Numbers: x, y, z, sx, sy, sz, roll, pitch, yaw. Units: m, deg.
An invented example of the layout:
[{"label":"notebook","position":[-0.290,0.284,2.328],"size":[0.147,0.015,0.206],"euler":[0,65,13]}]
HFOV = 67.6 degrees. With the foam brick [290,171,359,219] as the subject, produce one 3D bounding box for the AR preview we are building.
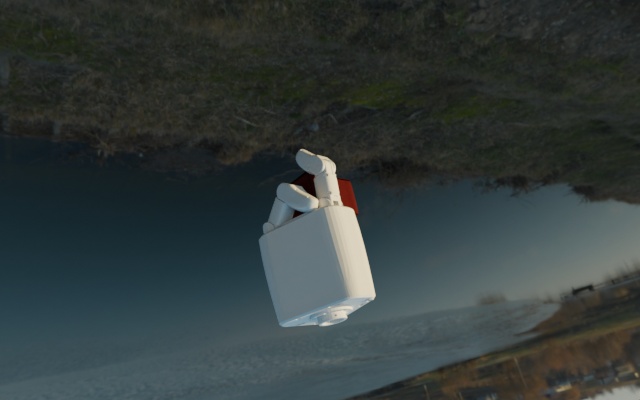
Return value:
[{"label":"foam brick","position":[0.000,0.002,0.602],"size":[0.078,0.051,0.053],"euler":[9,-34,-43]}]
